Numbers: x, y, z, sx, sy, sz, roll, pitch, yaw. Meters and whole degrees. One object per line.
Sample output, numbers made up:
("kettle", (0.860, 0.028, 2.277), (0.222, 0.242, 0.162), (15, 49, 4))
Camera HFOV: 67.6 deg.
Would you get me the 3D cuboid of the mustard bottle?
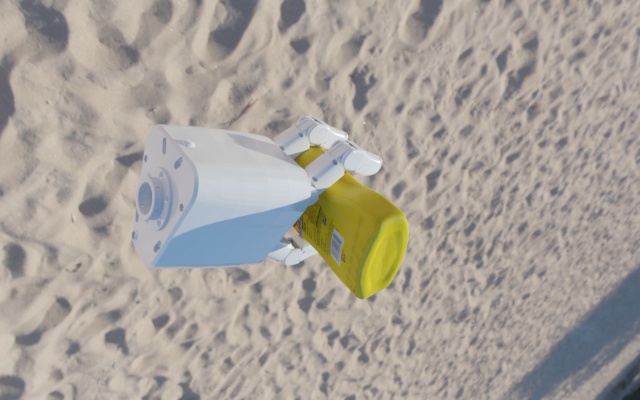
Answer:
("mustard bottle", (0.000, 0.002, 0.469), (0.058, 0.096, 0.191), (-21, 46, -29))
